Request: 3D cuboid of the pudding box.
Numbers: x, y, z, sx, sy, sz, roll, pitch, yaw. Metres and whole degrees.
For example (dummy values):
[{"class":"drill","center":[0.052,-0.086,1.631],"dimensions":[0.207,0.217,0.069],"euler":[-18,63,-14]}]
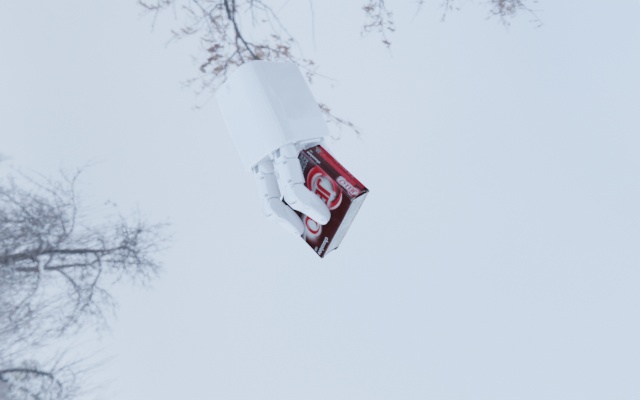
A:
[{"class":"pudding box","center":[0.000,0.002,0.588],"dimensions":[0.039,0.114,0.090],"euler":[-26,61,-39]}]
